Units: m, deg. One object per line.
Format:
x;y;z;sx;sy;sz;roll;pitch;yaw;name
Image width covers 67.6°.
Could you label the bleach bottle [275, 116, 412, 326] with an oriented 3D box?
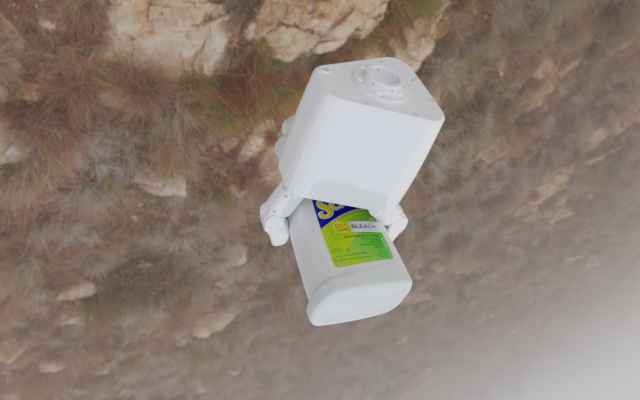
0.000;0.002;0.508;0.102;0.250;0.068;-3;-40;-26;bleach bottle
